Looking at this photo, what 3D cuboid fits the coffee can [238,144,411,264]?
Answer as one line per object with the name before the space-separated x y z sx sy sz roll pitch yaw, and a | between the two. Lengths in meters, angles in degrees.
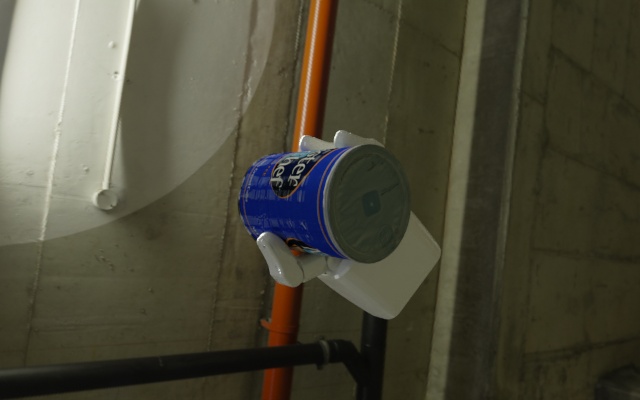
coffee can | 0.000 0.001 0.460 0.103 0.103 0.140 0 1 -40
